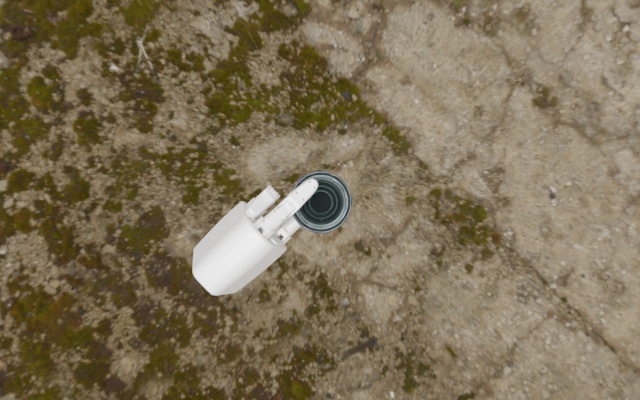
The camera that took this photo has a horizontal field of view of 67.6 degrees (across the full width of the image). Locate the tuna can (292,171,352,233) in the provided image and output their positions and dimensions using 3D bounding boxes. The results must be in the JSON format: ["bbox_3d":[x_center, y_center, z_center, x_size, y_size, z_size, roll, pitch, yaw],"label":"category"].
[{"bbox_3d":[0.000,0.002,0.658,0.086,0.086,0.034,0,1,-2],"label":"tuna can"}]
